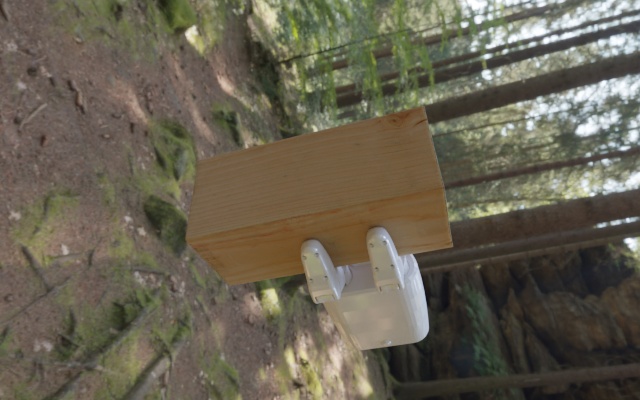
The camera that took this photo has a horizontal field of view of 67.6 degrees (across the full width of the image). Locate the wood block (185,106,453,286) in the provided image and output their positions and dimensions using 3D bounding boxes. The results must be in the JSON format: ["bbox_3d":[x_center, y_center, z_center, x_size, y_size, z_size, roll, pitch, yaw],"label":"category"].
[{"bbox_3d":[0.000,0.001,0.420,0.206,0.090,0.090,-12,-39,12],"label":"wood block"}]
